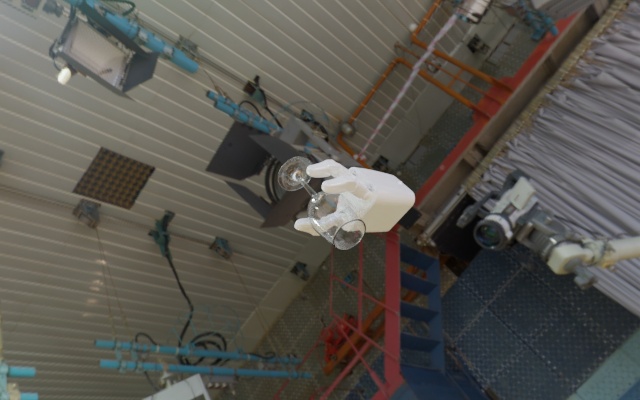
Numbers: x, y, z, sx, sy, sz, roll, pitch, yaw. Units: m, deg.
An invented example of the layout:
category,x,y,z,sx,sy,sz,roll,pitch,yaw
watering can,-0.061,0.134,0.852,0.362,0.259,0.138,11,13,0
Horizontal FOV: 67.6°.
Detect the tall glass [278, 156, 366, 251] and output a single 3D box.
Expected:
category,x,y,z,sx,sy,sz,roll,pitch,yaw
tall glass,0.000,0.002,0.834,0.079,0.079,0.201,0,33,-34
